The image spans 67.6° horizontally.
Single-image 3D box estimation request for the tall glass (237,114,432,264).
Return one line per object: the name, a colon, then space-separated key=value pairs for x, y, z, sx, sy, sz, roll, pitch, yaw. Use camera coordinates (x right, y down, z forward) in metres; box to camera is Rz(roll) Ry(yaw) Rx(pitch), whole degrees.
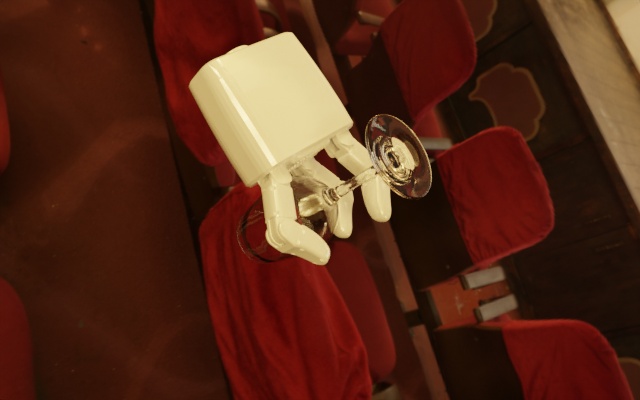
tall glass: x=0.001 y=0.001 z=0.442 sx=0.079 sy=0.079 sz=0.201 roll=0 pitch=-22 yaw=-43
